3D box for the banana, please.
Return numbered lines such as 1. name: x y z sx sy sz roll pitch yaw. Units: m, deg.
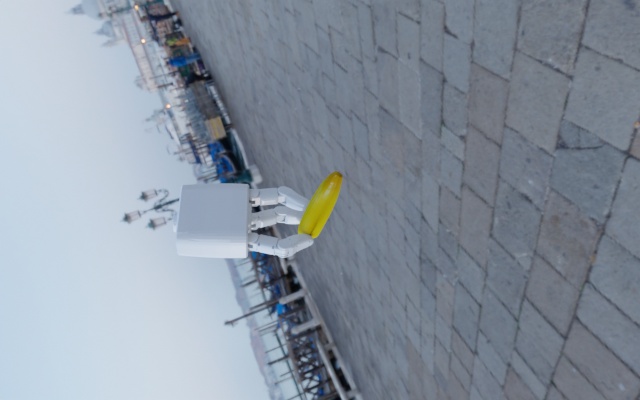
1. banana: -0.006 0.020 0.747 0.037 0.069 0.198 22 -23 -2
